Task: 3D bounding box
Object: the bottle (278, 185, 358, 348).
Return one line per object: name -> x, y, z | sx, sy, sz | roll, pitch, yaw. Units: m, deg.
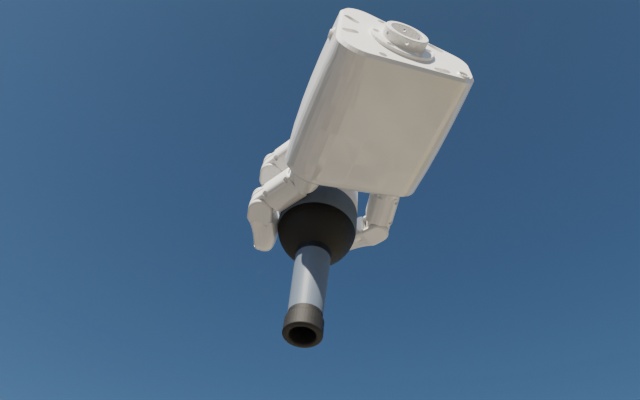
bottle -> 0.000, 0.001, 0.431 | 0.069, 0.069, 0.295 | 0, 37, 6
